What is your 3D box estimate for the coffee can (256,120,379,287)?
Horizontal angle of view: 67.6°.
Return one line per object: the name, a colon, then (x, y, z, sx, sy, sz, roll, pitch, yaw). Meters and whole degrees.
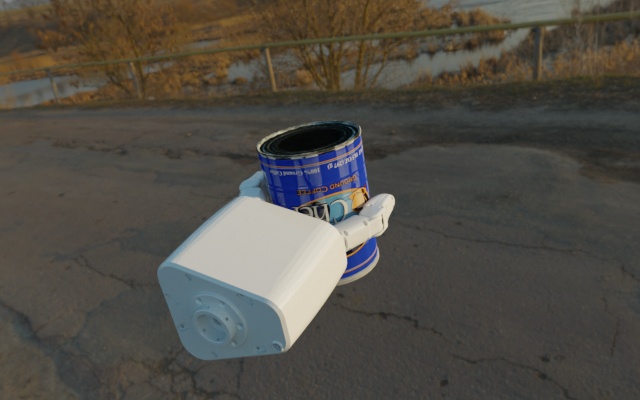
coffee can: (0.000, 0.002, 0.485, 0.103, 0.140, 0.102, -9, 24, 4)
